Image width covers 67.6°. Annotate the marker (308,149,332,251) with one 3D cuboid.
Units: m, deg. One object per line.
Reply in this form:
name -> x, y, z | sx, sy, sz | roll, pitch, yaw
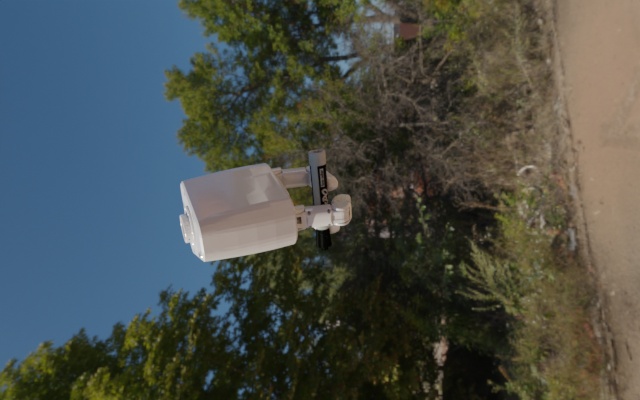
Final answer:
marker -> 0.000, 0.002, 0.554 | 0.020, 0.121, 0.020 | -4, 19, 1
